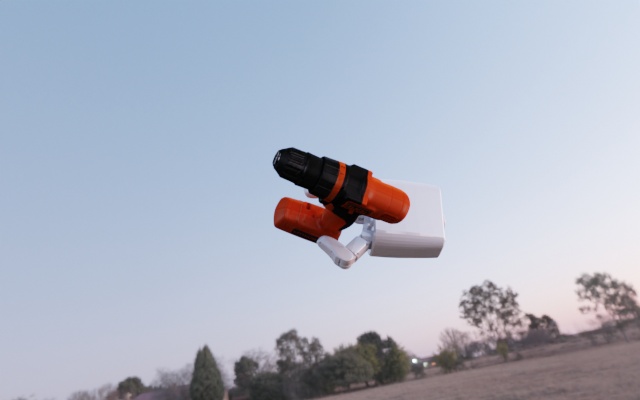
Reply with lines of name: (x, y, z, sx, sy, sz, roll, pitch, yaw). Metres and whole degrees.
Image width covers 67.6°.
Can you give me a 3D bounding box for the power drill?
power drill: (0.000, 0.002, 0.648, 0.184, 0.057, 0.188, 23, -24, -16)
